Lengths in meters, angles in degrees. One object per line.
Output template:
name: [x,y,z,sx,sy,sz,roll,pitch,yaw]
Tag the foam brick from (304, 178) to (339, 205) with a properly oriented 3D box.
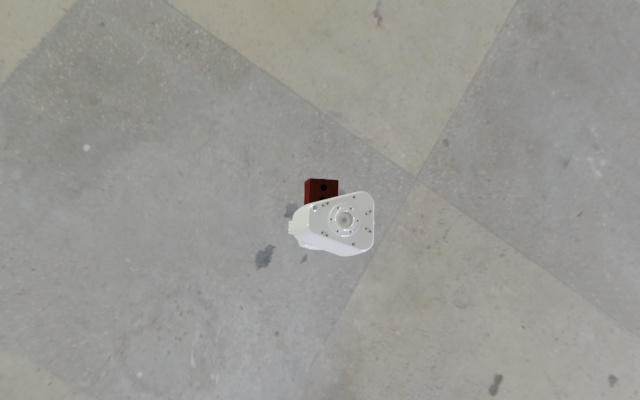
foam brick: [0.000,0.002,0.837,0.053,0.078,0.051,3,-9,-13]
